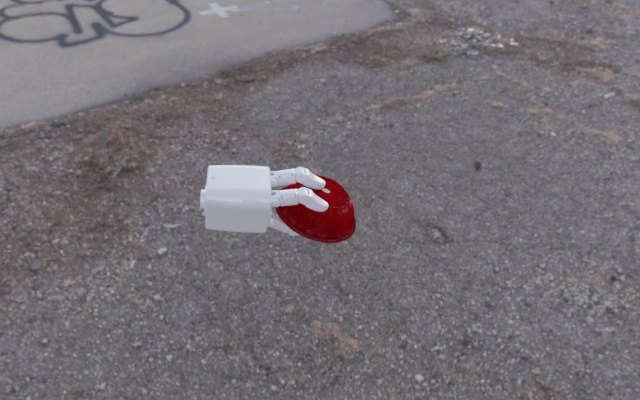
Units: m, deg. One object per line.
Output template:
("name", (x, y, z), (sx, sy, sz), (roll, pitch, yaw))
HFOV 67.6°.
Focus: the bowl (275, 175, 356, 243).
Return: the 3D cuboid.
("bowl", (0.001, 0.003, 0.878), (0.162, 0.055, 0.162), (16, 35, -12))
